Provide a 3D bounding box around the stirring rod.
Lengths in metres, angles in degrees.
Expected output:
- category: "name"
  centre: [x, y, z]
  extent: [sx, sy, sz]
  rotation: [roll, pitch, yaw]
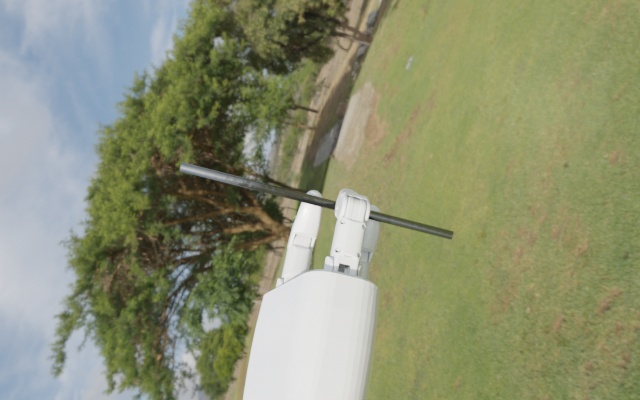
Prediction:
- category: "stirring rod"
  centre: [0.000, 0.001, 0.410]
  extent: [0.239, 0.011, 0.011]
  rotation: [14, -2, -6]
